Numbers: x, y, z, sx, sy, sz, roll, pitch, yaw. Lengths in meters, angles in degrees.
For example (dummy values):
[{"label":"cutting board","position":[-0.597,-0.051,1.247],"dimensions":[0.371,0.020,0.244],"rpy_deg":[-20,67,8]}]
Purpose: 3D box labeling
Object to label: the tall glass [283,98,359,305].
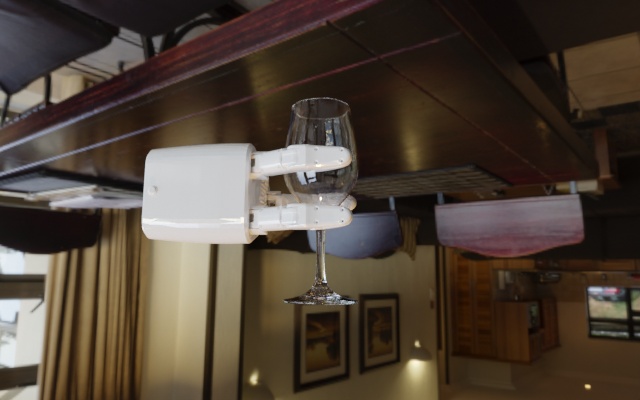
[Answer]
[{"label":"tall glass","position":[0.000,0.002,0.485],"dimensions":[0.079,0.201,0.079],"rpy_deg":[1,-9,0]}]
